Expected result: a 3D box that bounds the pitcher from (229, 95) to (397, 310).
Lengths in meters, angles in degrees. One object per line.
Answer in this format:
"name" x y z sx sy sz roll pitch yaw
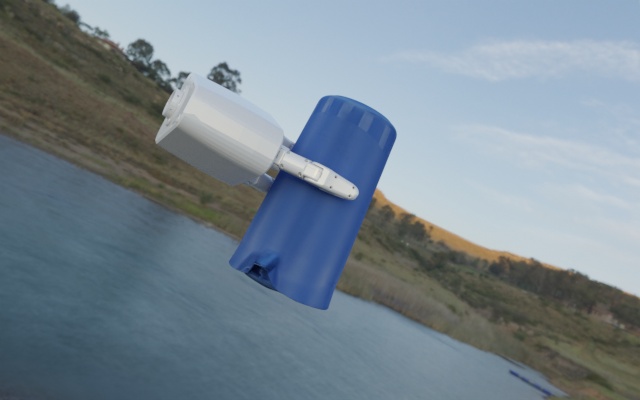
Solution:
"pitcher" 0.000 0.002 0.599 0.145 0.243 0.149 28 -4 -25
